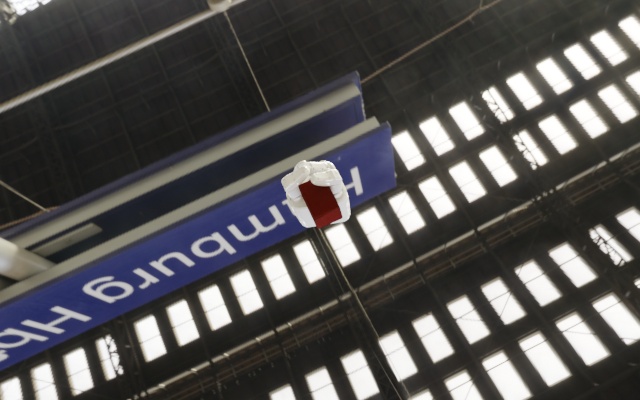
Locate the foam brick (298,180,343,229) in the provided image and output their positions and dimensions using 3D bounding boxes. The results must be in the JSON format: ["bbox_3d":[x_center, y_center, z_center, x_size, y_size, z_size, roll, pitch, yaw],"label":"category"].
[{"bbox_3d":[0.000,0.003,0.874,0.053,0.078,0.051,-24,-27,-3],"label":"foam brick"}]
